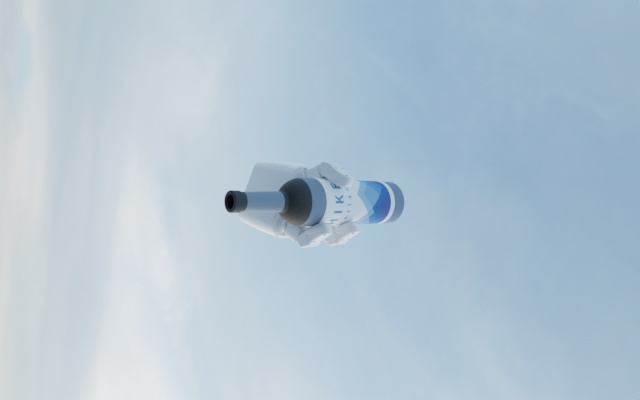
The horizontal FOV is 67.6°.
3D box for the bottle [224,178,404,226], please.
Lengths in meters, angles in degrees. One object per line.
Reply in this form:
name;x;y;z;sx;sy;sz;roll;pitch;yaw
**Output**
bottle;0.000;0.002;0.674;0.296;0.069;0.069;0;0;-42
